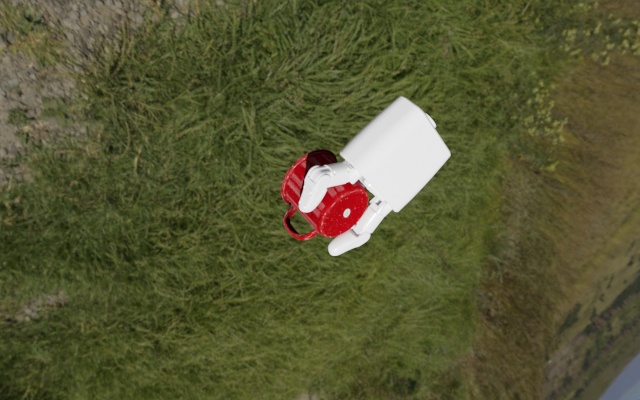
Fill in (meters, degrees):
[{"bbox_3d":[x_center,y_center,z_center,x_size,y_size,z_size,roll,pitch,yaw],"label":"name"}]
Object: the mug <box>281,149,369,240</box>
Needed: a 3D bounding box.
[{"bbox_3d":[-0.001,0.003,0.626,0.081,0.117,0.093,46,3,33],"label":"mug"}]
